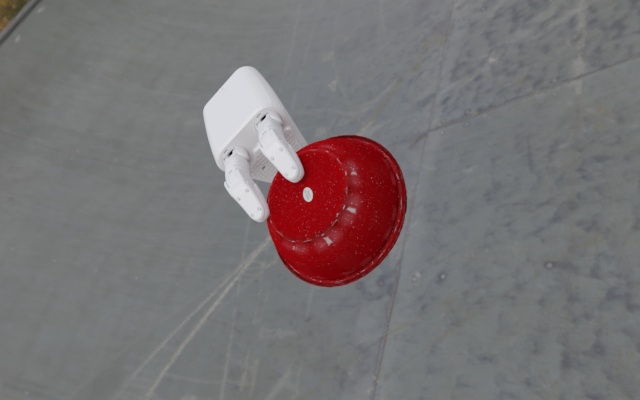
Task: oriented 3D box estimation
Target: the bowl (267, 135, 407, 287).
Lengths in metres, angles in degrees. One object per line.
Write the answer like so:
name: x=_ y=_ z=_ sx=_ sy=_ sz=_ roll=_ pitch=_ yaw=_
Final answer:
bowl: x=0.001 y=0.002 z=0.470 sx=0.162 sy=0.162 sz=0.055 roll=0 pitch=-15 yaw=34
